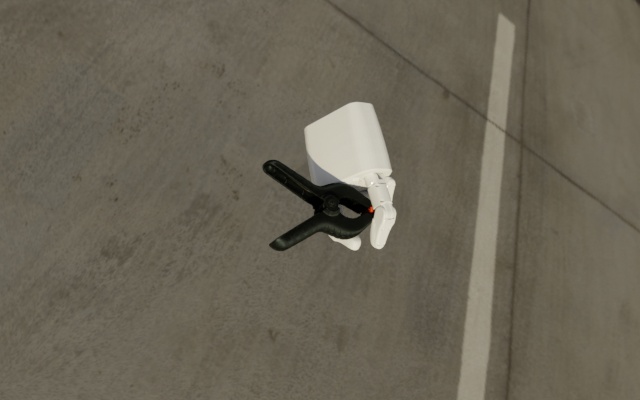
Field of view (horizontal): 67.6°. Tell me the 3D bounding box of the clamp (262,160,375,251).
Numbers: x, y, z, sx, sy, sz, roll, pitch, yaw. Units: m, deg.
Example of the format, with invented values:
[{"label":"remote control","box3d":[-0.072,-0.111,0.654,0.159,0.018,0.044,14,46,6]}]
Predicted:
[{"label":"clamp","box3d":[0.001,0.002,0.622,0.171,0.120,0.039,-1,-18,-35]}]
